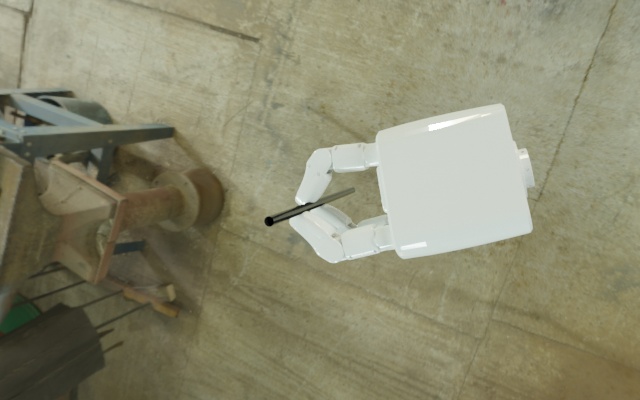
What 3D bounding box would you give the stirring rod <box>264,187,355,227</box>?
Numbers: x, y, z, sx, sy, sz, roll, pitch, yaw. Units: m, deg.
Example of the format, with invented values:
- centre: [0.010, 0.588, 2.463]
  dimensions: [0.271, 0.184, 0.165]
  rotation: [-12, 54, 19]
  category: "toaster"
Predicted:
- centre: [0.000, 0.001, 0.475]
  dimensions: [0.011, 0.011, 0.239]
  rotation: [0, 7, 19]
  category: "stirring rod"
